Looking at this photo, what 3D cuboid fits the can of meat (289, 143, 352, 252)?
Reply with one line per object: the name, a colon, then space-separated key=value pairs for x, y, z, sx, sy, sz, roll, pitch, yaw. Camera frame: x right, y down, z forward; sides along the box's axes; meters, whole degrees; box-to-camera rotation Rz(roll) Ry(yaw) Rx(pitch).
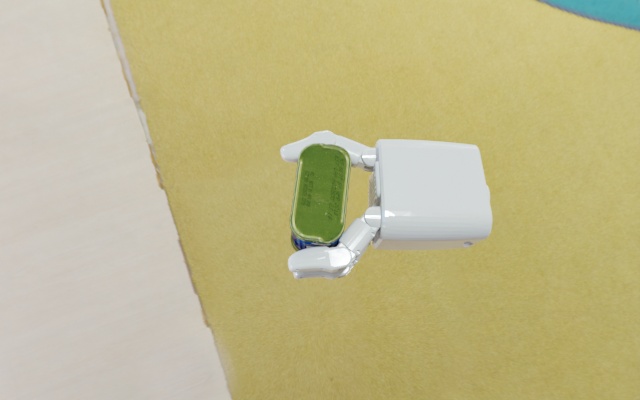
can of meat: x=0.000 y=0.001 z=0.483 sx=0.057 sy=0.102 sz=0.084 roll=6 pitch=-14 yaw=0
